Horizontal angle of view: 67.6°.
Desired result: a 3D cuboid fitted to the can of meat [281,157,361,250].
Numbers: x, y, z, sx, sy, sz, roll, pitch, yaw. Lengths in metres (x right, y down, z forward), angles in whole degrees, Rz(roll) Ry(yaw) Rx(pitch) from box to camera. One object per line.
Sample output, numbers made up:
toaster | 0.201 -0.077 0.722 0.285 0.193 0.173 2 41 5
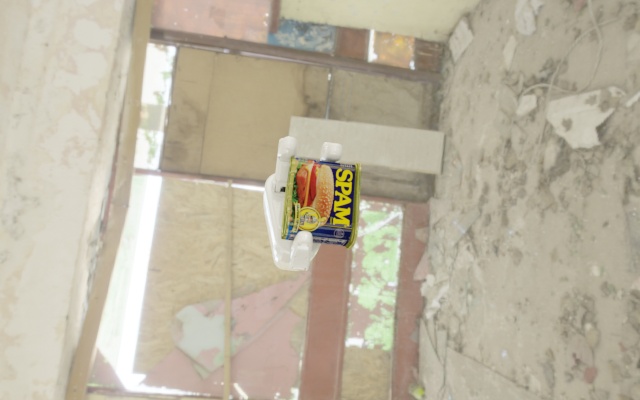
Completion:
can of meat | 0.000 0.002 0.564 0.084 0.102 0.057 7 -19 -7
